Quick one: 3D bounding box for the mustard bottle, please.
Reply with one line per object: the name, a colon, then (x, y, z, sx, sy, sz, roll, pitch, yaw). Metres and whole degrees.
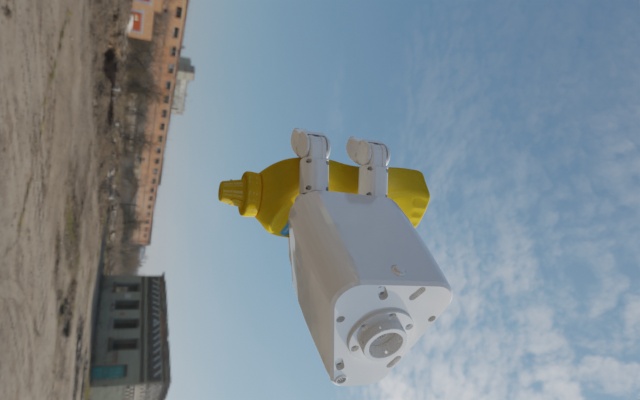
mustard bottle: (0.000, 0.001, 0.455, 0.191, 0.058, 0.096, 6, -36, -22)
